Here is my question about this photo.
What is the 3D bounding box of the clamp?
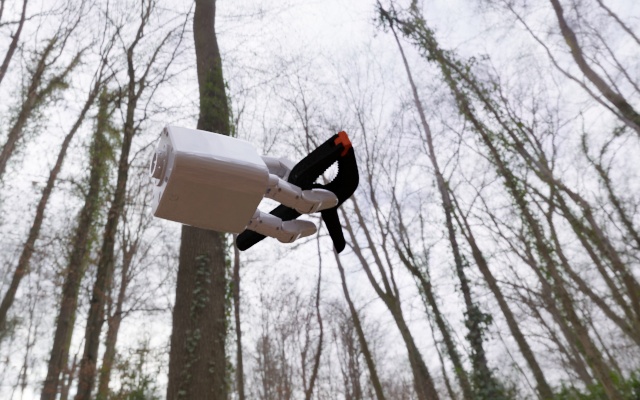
[{"bbox_3d":[0.000,0.001,0.628,0.164,0.036,0.210,10,-50,-32],"label":"clamp"}]
